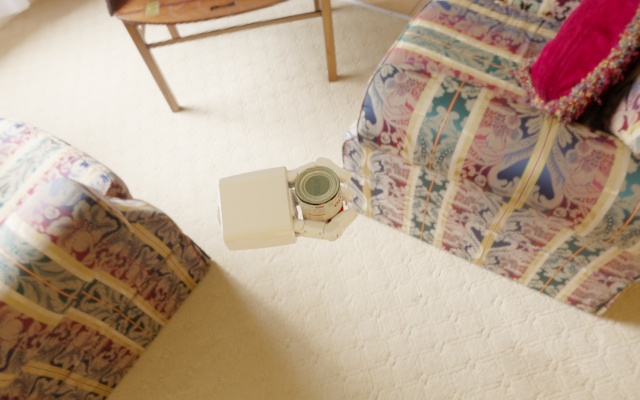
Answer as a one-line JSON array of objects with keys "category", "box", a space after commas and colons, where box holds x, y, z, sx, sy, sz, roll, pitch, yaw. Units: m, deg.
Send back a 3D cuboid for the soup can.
[{"category": "soup can", "box": [0.001, 0.002, 0.721, 0.068, 0.068, 0.102, 0, -31, 7]}]
